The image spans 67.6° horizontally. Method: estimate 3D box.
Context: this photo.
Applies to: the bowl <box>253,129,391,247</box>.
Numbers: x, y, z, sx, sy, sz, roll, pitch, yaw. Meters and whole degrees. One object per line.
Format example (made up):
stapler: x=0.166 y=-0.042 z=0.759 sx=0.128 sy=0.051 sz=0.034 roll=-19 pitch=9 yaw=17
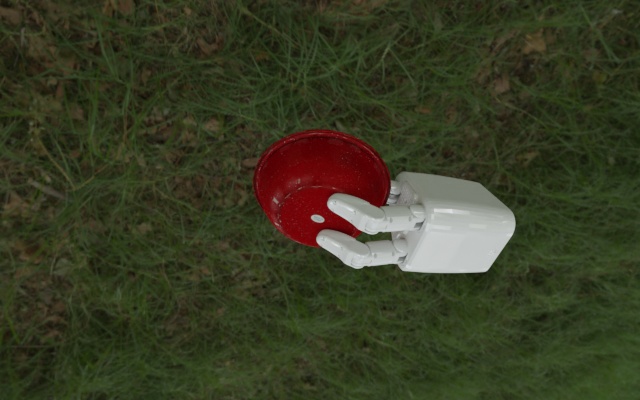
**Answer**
bowl: x=-0.001 y=0.002 z=0.540 sx=0.162 sy=0.162 sz=0.055 roll=0 pitch=41 yaw=4
